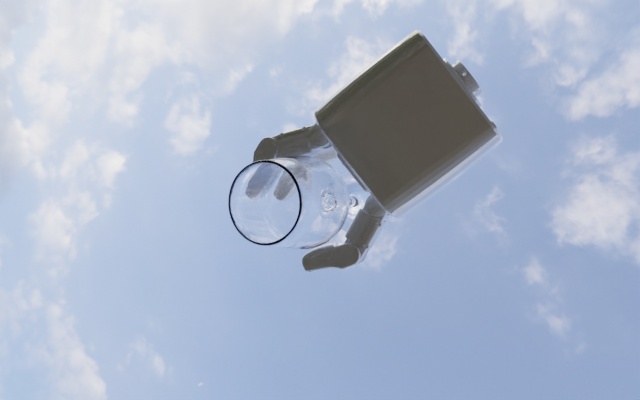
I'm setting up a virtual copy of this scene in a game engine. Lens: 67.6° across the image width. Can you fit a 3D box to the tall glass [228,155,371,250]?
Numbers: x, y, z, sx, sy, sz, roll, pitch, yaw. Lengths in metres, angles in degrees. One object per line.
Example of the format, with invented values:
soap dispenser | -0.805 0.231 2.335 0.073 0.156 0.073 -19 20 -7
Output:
tall glass | 0.000 0.002 0.432 0.079 0.079 0.201 0 0 25
